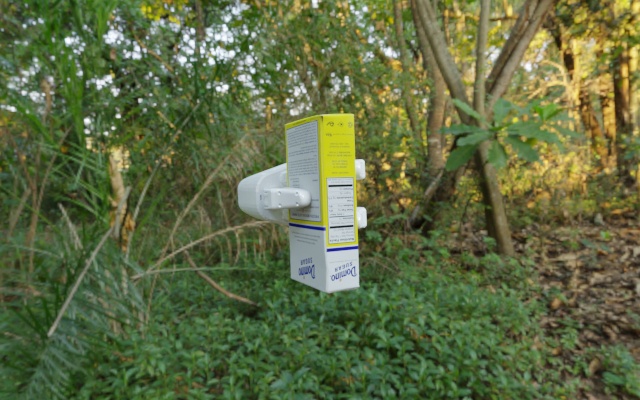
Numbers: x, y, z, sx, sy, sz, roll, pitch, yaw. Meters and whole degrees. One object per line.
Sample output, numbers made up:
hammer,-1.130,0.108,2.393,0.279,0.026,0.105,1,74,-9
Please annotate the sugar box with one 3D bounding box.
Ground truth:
sugar box,0.001,0.002,0.508,0.048,0.176,0.093,-6,4,-26
